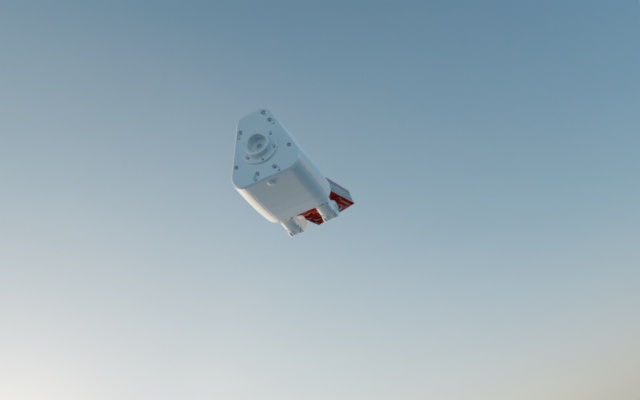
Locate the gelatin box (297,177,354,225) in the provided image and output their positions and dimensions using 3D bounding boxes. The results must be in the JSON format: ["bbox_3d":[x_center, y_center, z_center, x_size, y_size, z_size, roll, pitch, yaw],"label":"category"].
[{"bbox_3d":[0.000,0.002,0.748,0.073,0.030,0.089,-32,-28,20],"label":"gelatin box"}]
